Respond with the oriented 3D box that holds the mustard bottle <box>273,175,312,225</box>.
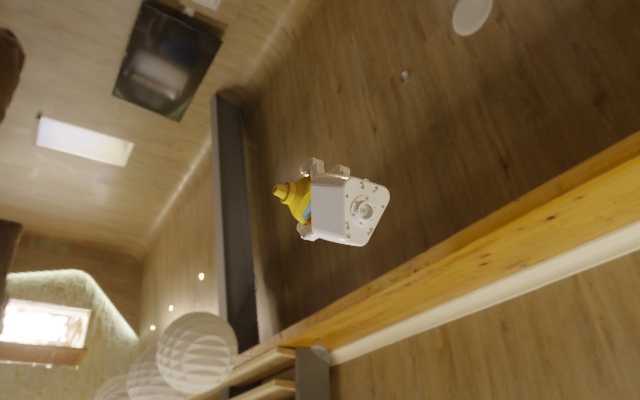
[{"bbox_3d":[0.000,0.003,0.896,0.191,0.096,0.058,15,21,-28],"label":"mustard bottle"}]
